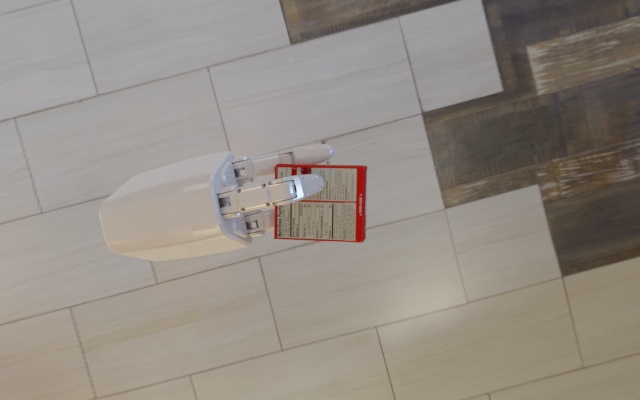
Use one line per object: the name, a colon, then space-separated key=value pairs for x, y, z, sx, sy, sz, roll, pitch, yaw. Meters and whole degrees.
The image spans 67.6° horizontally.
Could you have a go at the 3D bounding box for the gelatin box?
gelatin box: x=0.000 y=0.002 z=0.462 sx=0.089 sy=0.073 sz=0.030 roll=2 pitch=5 yaw=9
